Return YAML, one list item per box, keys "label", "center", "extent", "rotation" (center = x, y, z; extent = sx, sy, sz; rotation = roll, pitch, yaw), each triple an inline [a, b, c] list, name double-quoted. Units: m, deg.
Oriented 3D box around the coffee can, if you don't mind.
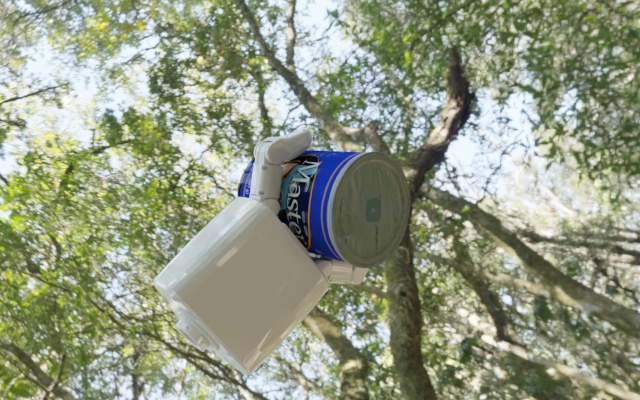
- label: "coffee can"
  center: [0.000, 0.001, 0.466]
  extent: [0.103, 0.103, 0.140]
  rotation: [0, 6, -43]
